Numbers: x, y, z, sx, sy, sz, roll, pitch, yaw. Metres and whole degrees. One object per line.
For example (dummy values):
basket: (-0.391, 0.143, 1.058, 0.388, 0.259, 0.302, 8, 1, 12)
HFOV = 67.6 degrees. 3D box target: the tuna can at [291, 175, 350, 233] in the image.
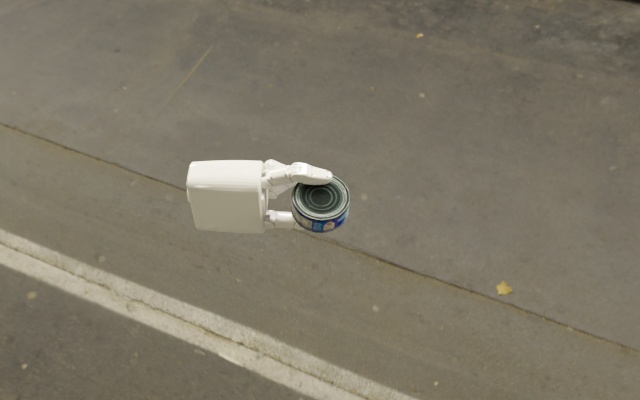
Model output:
tuna can: (0.000, 0.002, 0.692, 0.086, 0.086, 0.034, 0, -35, -4)
